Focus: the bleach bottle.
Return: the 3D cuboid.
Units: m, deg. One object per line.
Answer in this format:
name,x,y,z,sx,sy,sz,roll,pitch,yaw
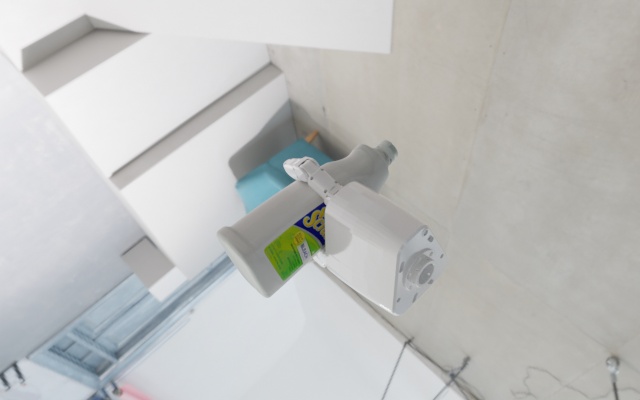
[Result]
bleach bottle,0.000,0.002,0.588,0.250,0.103,0.068,-40,46,-19
